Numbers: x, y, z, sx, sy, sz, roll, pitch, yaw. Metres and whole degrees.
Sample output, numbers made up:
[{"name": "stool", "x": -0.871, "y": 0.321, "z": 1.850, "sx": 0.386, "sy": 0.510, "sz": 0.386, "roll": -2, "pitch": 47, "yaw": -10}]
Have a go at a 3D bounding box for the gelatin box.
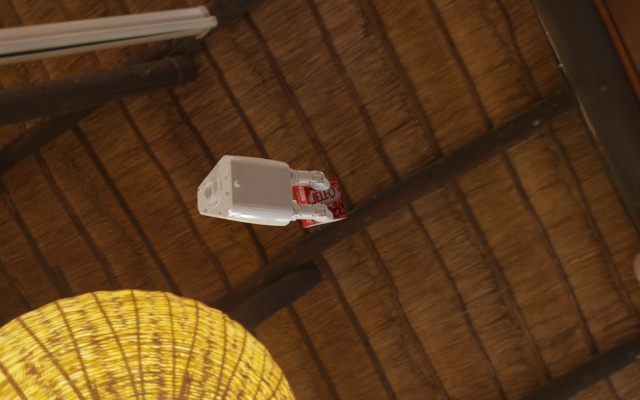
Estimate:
[{"name": "gelatin box", "x": 0.000, "y": 0.003, "z": 0.819, "sx": 0.030, "sy": 0.073, "sz": 0.089, "roll": -18, "pitch": -6, "yaw": 44}]
